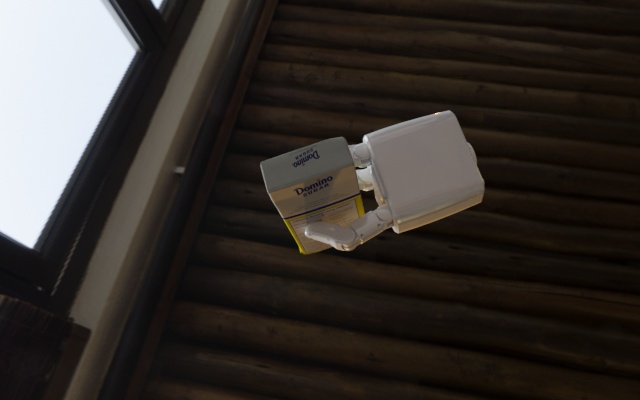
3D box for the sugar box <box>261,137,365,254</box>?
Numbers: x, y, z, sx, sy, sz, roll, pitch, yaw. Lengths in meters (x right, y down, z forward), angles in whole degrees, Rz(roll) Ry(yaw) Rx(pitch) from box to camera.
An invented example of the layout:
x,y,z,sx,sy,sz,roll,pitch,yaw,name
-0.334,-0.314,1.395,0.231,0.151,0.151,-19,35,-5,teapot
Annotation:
x,y,z,sx,sy,sz,roll,pitch,yaw,name
0.000,0.001,0.553,0.093,0.048,0.176,-18,-31,0,sugar box
